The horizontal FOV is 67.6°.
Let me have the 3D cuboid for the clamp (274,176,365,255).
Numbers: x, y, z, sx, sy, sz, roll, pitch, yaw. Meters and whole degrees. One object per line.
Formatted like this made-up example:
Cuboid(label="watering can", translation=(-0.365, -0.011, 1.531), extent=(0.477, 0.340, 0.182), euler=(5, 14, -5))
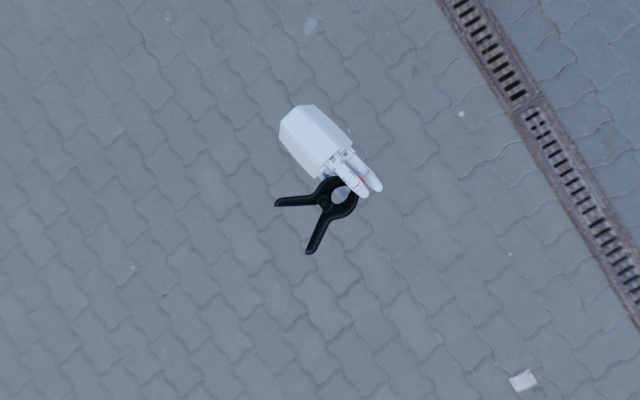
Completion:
Cuboid(label="clamp", translation=(0.000, 0.003, 0.875), extent=(0.171, 0.120, 0.039), euler=(-44, -4, 5))
